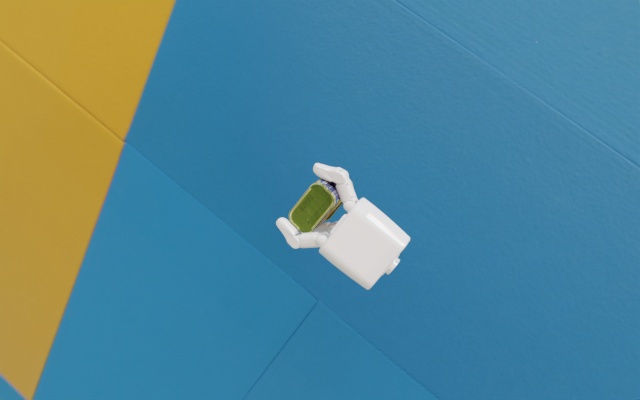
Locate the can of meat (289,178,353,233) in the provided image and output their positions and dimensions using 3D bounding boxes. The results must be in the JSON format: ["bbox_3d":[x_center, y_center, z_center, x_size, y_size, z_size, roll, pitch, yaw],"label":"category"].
[{"bbox_3d":[0.000,0.003,0.829,0.057,0.102,0.084,42,29,6],"label":"can of meat"}]
